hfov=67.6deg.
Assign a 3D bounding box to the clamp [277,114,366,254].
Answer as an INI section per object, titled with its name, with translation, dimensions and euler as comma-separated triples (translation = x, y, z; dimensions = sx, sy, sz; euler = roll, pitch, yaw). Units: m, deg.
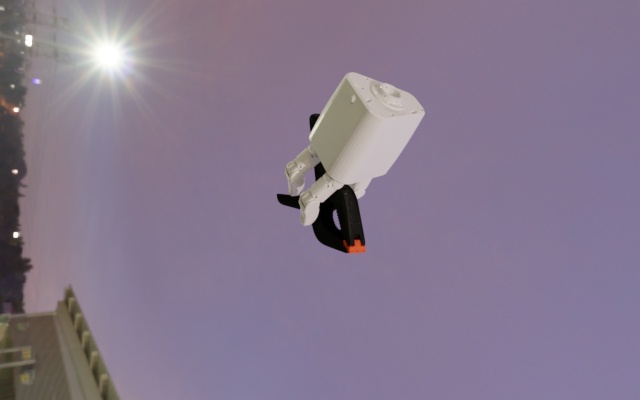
[clamp]
translation = 0.001, 0.002, 0.681
dimensions = 0.036, 0.209, 0.165
euler = 0, -42, -33
